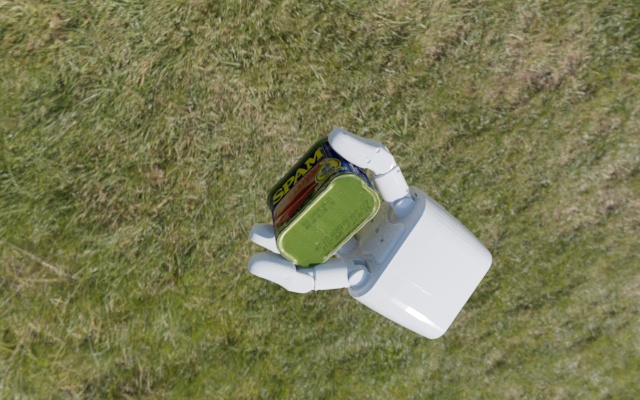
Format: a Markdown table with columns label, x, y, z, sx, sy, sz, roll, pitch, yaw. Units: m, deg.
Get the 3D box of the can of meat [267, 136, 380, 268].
| label | x | y | z | sx | sy | sz | roll | pitch | yaw |
| --- | --- | --- | --- | --- | --- | --- | --- | --- | --- |
| can of meat | 0.000 | 0.001 | 0.436 | 0.057 | 0.102 | 0.084 | 38 | 15 | -25 |
